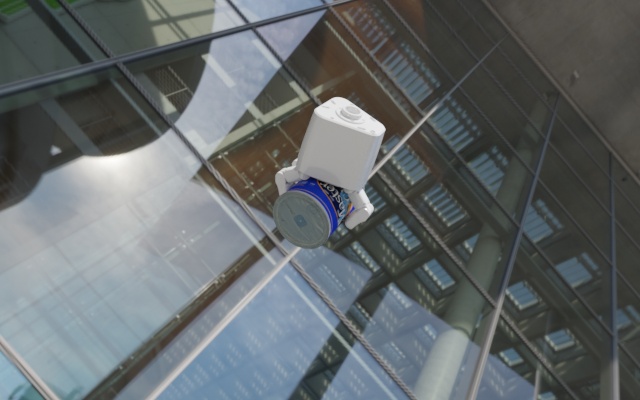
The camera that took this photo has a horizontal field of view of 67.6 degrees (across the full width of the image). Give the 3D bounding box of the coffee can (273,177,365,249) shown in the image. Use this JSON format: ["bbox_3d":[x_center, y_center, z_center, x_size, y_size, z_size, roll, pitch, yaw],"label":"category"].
[{"bbox_3d":[0.000,0.003,0.804,0.103,0.103,0.140,0,26,31],"label":"coffee can"}]
